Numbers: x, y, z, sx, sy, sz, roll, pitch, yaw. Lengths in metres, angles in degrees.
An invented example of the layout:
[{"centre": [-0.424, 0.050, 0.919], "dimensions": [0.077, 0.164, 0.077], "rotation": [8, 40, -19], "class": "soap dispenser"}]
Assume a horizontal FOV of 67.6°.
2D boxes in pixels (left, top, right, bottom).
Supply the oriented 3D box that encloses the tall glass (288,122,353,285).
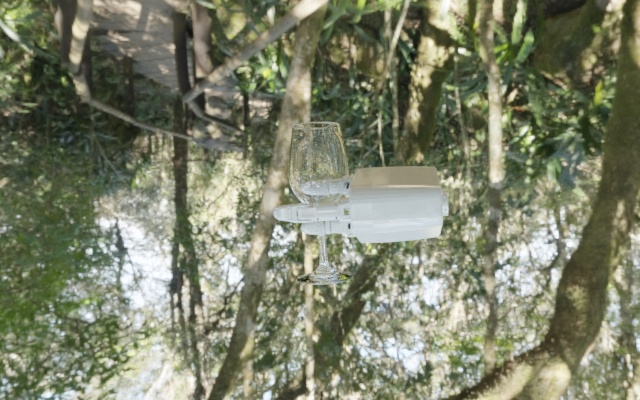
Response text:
[{"centre": [0.000, 0.003, 0.617], "dimensions": [0.079, 0.201, 0.079], "rotation": [-4, 3, 0], "class": "tall glass"}]
